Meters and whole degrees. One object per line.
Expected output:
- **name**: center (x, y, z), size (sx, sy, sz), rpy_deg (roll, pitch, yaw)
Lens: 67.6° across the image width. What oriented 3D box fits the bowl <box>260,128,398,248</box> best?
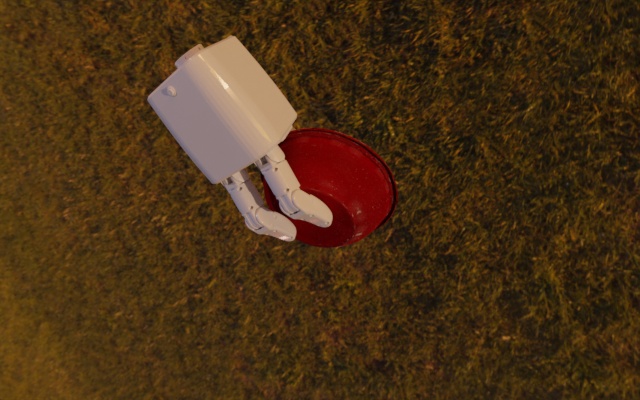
- **bowl**: center (0.001, 0.003, 0.523), size (0.162, 0.162, 0.055), rpy_deg (0, 44, 23)
